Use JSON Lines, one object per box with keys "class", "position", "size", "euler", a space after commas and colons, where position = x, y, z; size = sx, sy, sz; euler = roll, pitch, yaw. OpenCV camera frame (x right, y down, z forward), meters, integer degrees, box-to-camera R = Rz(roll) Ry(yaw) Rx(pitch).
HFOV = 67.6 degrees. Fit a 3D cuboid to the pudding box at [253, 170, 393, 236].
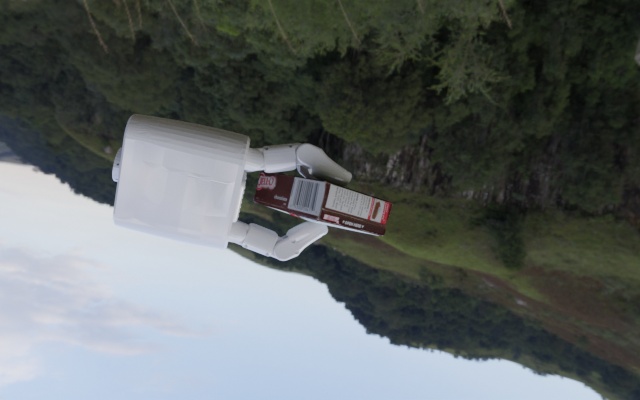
{"class": "pudding box", "position": [0.000, 0.002, 0.477], "size": [0.090, 0.039, 0.113], "euler": [15, 0, -39]}
